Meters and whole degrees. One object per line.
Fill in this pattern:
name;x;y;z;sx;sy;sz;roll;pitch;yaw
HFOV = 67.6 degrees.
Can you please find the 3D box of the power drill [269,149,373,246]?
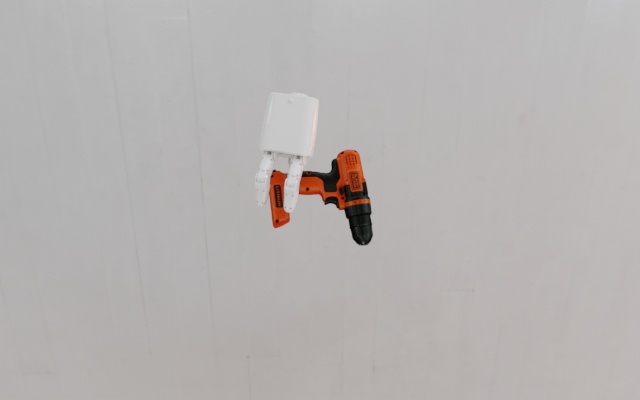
power drill;0.000;0.003;0.890;0.187;0.184;0.057;-7;-13;-10
